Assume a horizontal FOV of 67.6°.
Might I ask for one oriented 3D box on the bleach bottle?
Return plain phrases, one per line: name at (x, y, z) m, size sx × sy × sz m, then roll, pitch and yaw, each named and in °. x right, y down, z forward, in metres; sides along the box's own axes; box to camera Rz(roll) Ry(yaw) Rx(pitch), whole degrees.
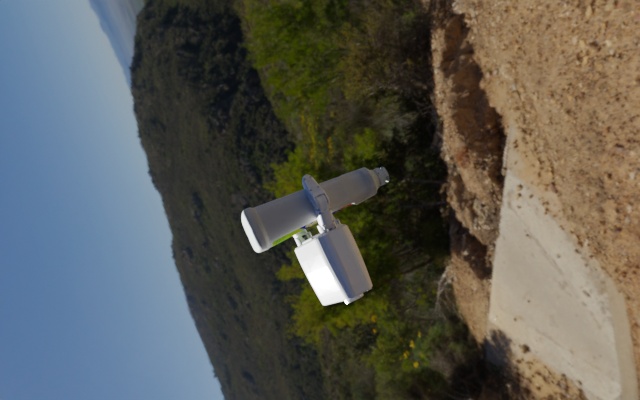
bleach bottle at (0.000, 0.003, 0.771) m, size 0.251 × 0.068 × 0.102 m, roll -24°, pitch -7°, yaw -14°
